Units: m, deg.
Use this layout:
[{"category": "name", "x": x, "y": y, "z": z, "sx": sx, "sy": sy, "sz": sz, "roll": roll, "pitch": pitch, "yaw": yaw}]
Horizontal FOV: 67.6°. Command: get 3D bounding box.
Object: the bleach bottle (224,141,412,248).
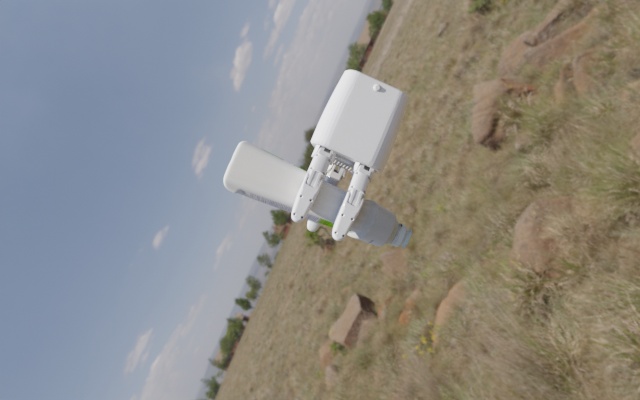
[{"category": "bleach bottle", "x": 0.000, "y": 0.002, "z": 0.639, "sx": 0.251, "sy": 0.068, "sz": 0.102, "roll": 23, "pitch": -5, "yaw": -3}]
